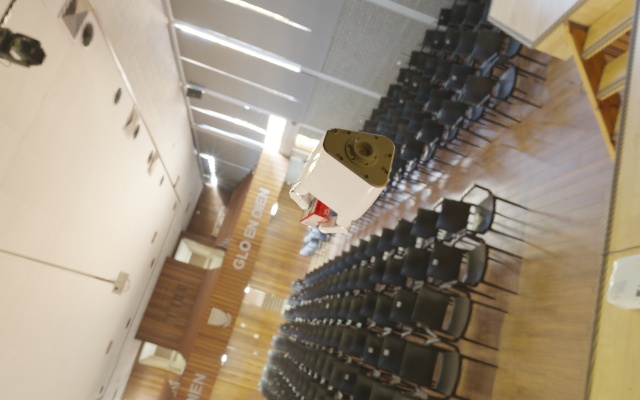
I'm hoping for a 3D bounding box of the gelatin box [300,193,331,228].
[{"bbox_3d":[0.000,0.003,0.821,0.030,0.073,0.089,23,-18,-12],"label":"gelatin box"}]
